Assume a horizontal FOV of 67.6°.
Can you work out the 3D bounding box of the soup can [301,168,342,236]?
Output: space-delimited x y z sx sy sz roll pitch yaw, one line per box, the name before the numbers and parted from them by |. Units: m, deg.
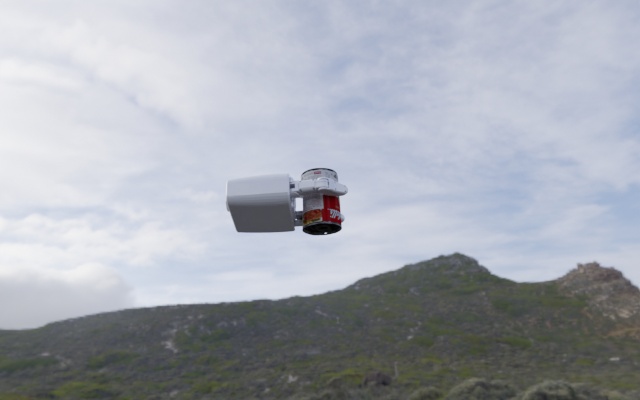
soup can | 0.001 0.002 0.830 0.068 0.102 0.068 -3 -21 -1
